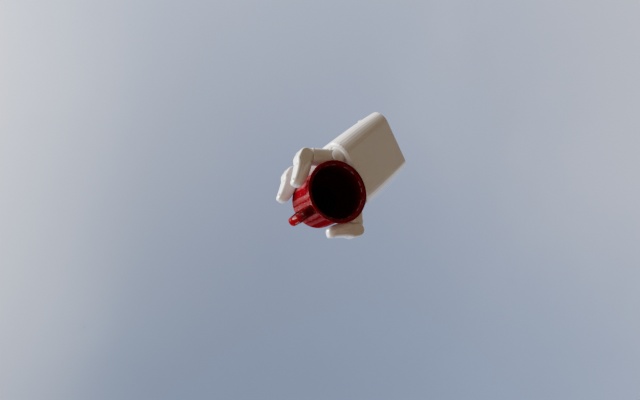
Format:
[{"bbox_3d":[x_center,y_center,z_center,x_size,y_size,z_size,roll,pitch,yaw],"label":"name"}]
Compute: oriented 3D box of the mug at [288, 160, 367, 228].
[{"bbox_3d":[-0.001,0.003,0.706,0.117,0.093,0.081,-39,5,-28],"label":"mug"}]
